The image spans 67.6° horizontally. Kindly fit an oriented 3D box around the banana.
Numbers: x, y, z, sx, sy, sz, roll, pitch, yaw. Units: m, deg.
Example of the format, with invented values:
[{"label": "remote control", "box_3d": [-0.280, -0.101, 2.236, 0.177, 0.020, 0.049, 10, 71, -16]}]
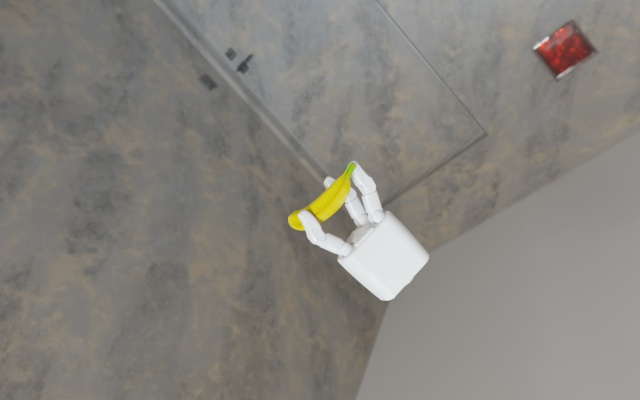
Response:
[{"label": "banana", "box_3d": [-0.005, 0.013, 0.802, 0.198, 0.037, 0.069, -38, 16, 44]}]
